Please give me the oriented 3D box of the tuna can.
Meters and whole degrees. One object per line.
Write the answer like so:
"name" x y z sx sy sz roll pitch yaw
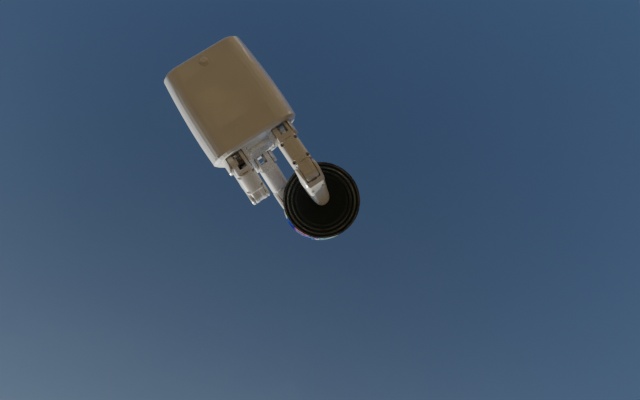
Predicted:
"tuna can" 0.000 0.002 0.543 0.086 0.086 0.034 0 -10 -5
